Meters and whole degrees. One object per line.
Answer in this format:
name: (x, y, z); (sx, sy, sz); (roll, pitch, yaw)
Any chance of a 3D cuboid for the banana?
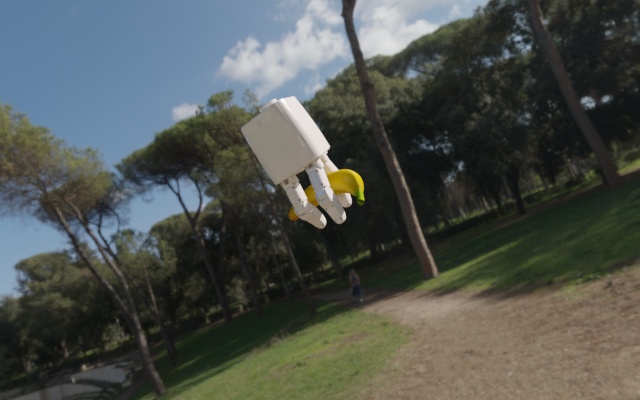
banana: (0.010, -0.013, 0.788); (0.037, 0.069, 0.198); (40, -30, -22)
